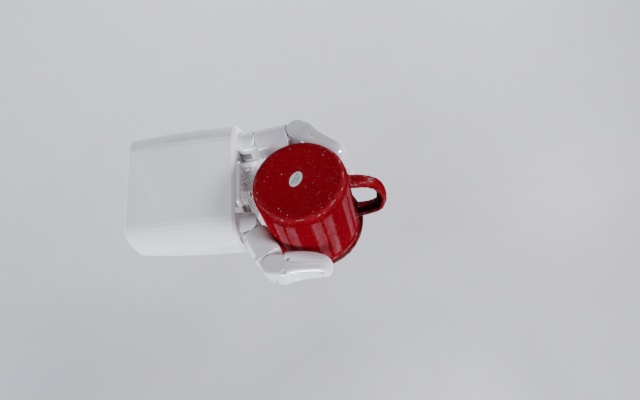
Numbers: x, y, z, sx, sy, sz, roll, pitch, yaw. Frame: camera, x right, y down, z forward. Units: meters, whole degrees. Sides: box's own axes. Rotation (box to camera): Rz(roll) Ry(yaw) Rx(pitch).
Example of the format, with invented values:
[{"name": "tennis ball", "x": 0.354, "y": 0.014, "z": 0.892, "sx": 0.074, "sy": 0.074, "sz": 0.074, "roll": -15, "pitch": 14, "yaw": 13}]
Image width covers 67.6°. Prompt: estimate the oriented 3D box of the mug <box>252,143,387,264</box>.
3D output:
[{"name": "mug", "x": 0.001, "y": 0.001, "z": 0.424, "sx": 0.117, "sy": 0.093, "sz": 0.081, "roll": -7, "pitch": -30, "yaw": 7}]
